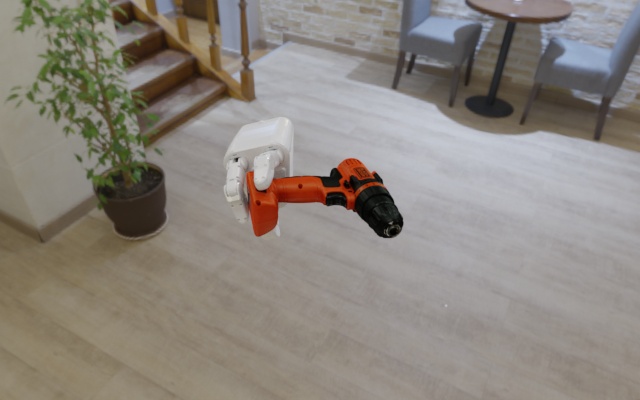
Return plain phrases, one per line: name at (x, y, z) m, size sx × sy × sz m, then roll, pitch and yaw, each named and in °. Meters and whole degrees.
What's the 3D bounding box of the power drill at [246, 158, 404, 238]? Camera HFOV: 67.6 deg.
power drill at (0.000, 0.002, 0.638) m, size 0.187 × 0.057 × 0.184 m, roll -5°, pitch 27°, yaw -14°
